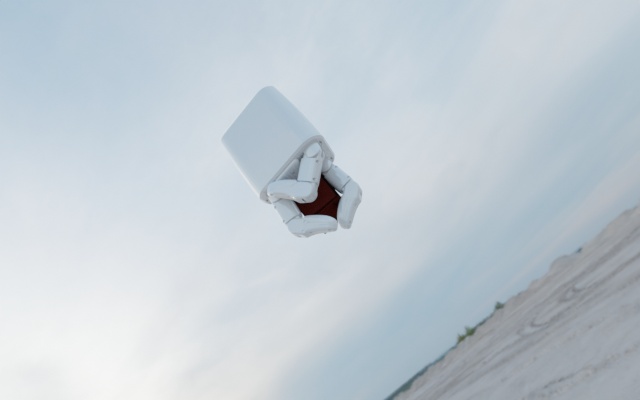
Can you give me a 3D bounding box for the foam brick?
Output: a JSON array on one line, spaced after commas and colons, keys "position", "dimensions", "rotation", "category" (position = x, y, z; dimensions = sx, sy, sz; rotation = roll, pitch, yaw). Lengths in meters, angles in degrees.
[{"position": [0.000, 0.002, 0.634], "dimensions": [0.053, 0.051, 0.078], "rotation": [-41, -23, 1], "category": "foam brick"}]
